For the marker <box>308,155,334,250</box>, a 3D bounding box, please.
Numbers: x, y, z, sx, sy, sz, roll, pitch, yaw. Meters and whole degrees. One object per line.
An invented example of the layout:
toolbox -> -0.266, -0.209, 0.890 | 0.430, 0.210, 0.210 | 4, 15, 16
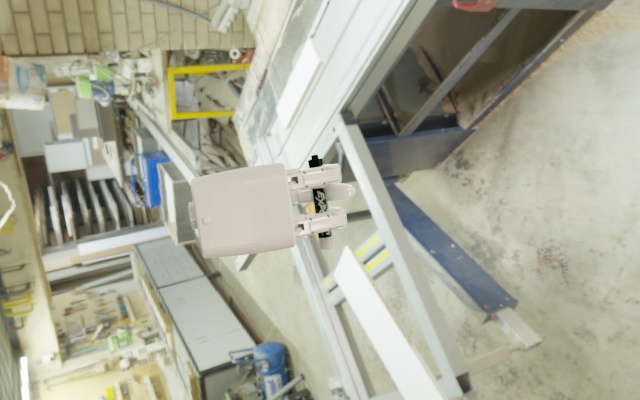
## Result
marker -> 0.000, 0.002, 0.609 | 0.020, 0.121, 0.020 | -7, 8, 1
